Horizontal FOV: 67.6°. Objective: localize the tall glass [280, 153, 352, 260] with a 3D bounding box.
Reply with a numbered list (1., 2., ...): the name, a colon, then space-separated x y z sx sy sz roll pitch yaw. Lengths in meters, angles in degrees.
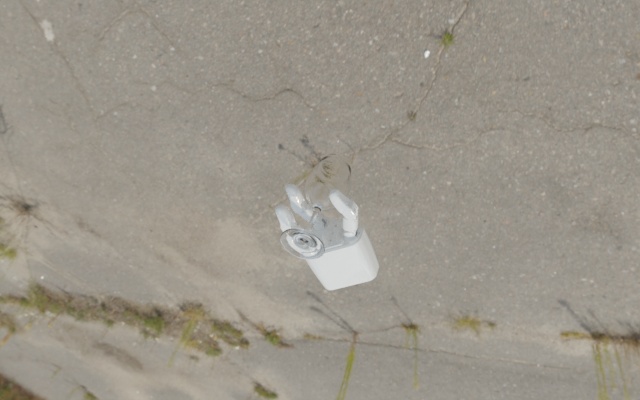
1. tall glass: 0.000 0.003 0.823 0.079 0.079 0.201 0 43 24
